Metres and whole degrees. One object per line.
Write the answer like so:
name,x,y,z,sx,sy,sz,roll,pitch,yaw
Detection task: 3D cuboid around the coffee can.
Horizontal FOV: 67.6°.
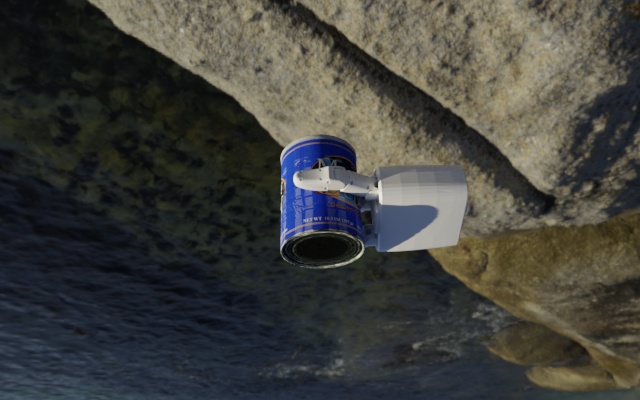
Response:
coffee can,0.000,0.002,0.611,0.103,0.140,0.103,-2,-32,-1
